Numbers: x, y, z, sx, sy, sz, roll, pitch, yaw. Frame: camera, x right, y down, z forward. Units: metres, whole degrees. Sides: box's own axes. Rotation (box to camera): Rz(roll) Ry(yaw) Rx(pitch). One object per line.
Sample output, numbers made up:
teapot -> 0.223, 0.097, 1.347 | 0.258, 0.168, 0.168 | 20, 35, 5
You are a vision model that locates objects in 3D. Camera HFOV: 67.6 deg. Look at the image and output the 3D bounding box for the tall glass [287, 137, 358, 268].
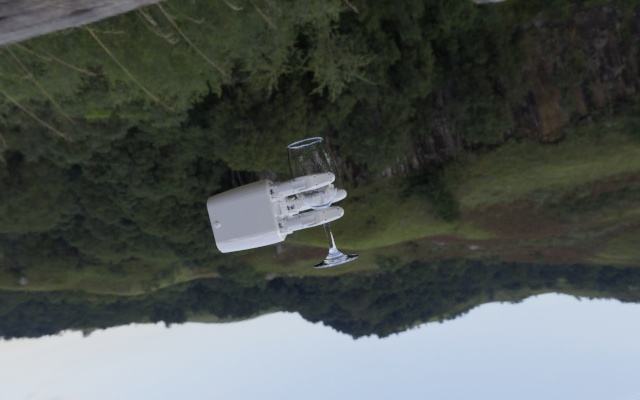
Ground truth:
tall glass -> 0.000, 0.003, 0.773 | 0.079, 0.201, 0.079 | -14, -1, 0
